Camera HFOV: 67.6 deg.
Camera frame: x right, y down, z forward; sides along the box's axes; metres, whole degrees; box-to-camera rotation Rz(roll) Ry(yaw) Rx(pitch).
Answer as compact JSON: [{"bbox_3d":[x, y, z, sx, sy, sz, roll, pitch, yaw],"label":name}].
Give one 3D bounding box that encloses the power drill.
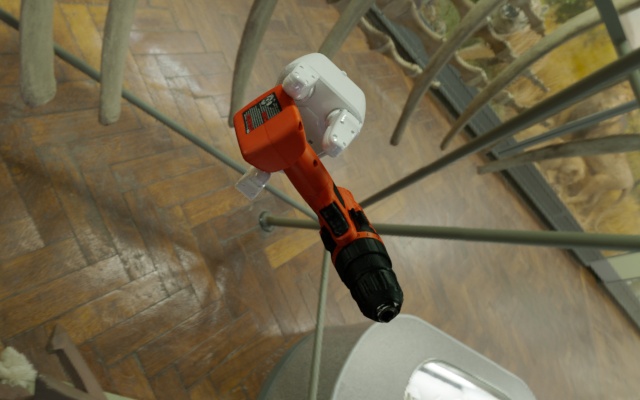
[{"bbox_3d":[0.000,0.001,0.426,0.057,0.188,0.184,-32,34,3],"label":"power drill"}]
